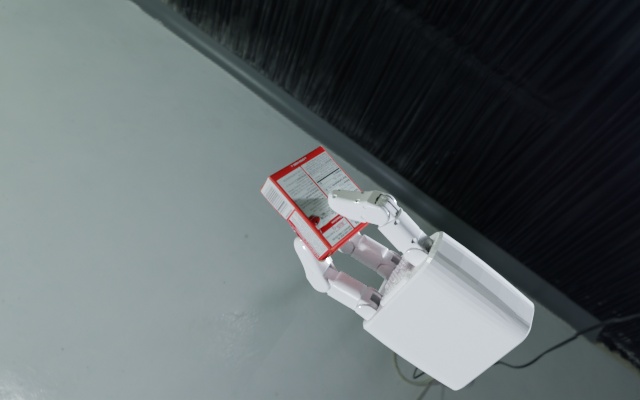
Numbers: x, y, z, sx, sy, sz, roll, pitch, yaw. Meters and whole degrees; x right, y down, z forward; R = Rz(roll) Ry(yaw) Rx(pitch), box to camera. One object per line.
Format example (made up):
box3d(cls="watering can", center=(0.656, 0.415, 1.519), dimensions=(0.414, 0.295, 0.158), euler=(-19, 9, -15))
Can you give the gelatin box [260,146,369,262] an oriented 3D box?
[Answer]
box3d(cls="gelatin box", center=(0.000, 0.001, 0.445), dimensions=(0.073, 0.089, 0.030), euler=(-36, -8, -38))
